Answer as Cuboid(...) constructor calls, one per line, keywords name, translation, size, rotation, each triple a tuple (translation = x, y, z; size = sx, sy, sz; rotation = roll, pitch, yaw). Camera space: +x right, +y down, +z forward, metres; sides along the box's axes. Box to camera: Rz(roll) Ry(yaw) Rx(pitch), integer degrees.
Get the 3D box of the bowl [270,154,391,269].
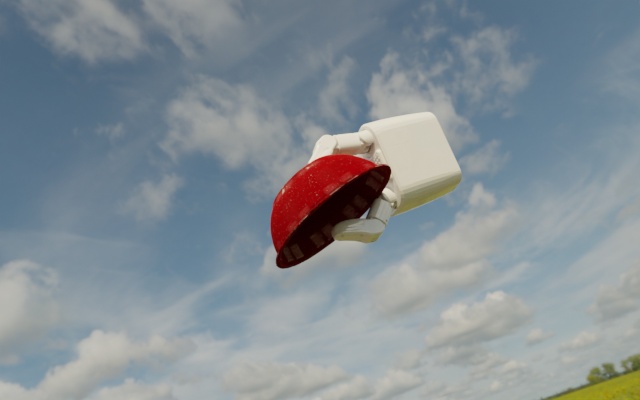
Cuboid(name="bowl", translation=(-0.001, 0.002, 0.522), size=(0.162, 0.055, 0.162), rotation=(-38, -17, -14))
